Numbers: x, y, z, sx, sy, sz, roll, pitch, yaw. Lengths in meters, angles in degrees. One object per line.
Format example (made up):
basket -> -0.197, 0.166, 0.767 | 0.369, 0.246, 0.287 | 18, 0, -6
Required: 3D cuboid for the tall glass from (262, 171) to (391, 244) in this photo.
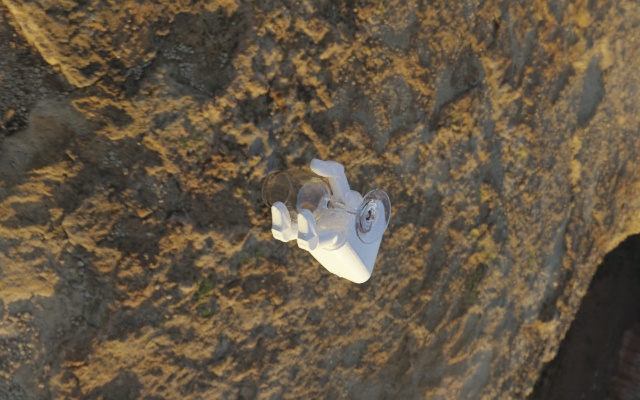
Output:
tall glass -> 0.001, 0.002, 0.697 | 0.201, 0.079, 0.079 | 16, 11, 42
